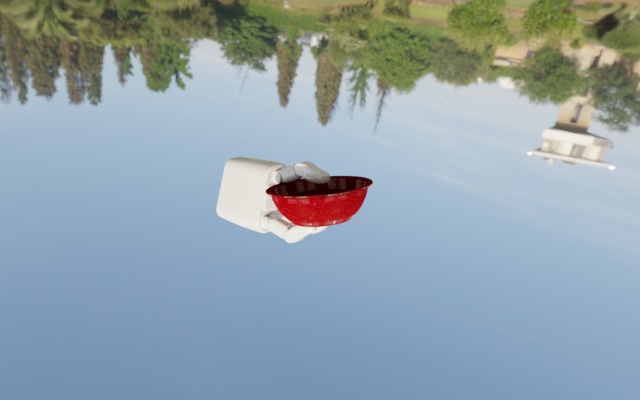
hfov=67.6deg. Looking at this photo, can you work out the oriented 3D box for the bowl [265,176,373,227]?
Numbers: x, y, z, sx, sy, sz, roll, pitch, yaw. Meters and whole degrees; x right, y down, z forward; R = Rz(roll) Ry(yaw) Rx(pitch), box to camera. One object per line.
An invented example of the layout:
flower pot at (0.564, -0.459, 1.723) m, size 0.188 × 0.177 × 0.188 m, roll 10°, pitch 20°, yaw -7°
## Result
bowl at (0.001, 0.003, 0.719) m, size 0.162 × 0.055 × 0.162 m, roll -5°, pitch 11°, yaw 1°
